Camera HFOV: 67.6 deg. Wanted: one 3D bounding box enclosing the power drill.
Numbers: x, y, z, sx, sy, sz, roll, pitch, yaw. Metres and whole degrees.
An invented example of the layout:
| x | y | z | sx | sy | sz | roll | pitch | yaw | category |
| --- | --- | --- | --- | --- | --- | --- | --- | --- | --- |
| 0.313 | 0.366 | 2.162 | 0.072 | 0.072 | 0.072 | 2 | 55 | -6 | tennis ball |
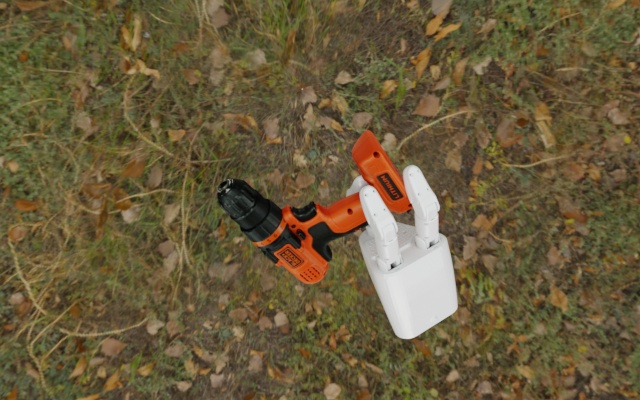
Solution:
| x | y | z | sx | sy | sz | roll | pitch | yaw | category |
| --- | --- | --- | --- | --- | --- | --- | --- | --- | --- |
| 0.001 | 0.002 | 0.555 | 0.188 | 0.057 | 0.184 | -32 | -52 | 14 | power drill |
